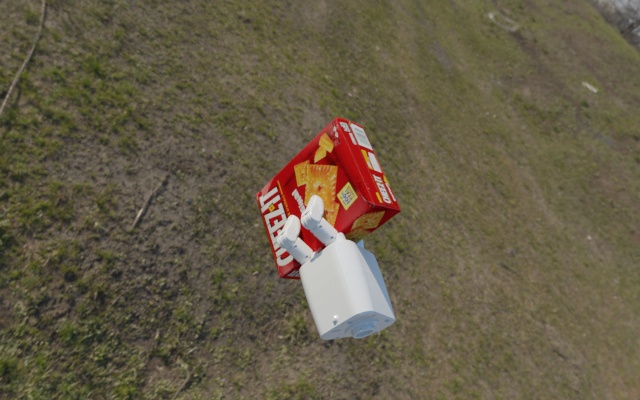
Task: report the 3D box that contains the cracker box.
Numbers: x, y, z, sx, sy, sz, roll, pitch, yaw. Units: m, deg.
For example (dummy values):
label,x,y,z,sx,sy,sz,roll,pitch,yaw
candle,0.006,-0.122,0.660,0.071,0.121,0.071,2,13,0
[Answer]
label,x,y,z,sx,sy,sz,roll,pitch,yaw
cracker box,0.000,0.002,0.740,0.072,0.164,0.214,13,-42,-44
